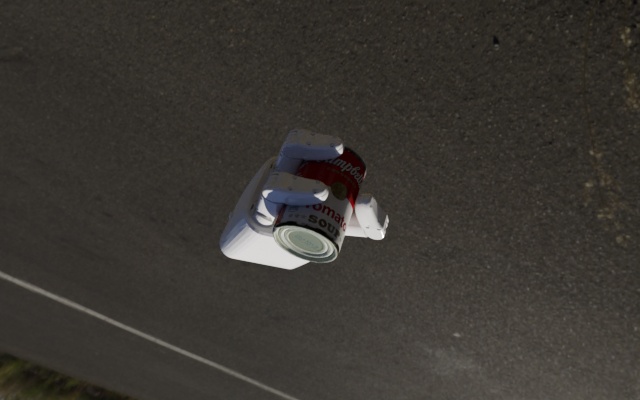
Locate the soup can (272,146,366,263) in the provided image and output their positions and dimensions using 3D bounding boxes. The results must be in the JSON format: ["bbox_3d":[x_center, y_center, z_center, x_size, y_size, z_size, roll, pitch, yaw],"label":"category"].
[{"bbox_3d":[0.000,0.002,0.474,0.068,0.102,0.069,15,-32,10],"label":"soup can"}]
